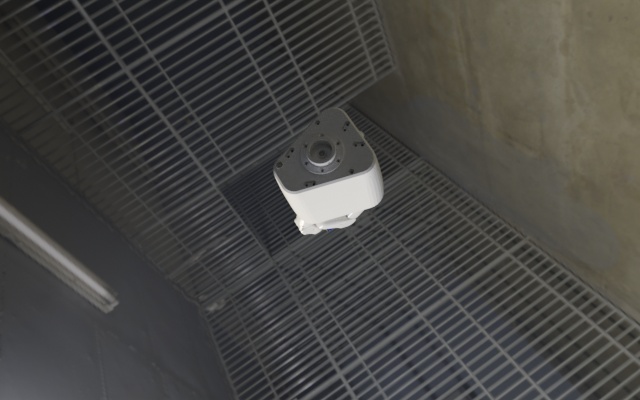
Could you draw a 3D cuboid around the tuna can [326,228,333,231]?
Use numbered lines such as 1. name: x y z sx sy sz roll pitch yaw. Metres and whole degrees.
1. tuna can: 0.000 0.003 0.696 0.034 0.086 0.086 -36 0 0
